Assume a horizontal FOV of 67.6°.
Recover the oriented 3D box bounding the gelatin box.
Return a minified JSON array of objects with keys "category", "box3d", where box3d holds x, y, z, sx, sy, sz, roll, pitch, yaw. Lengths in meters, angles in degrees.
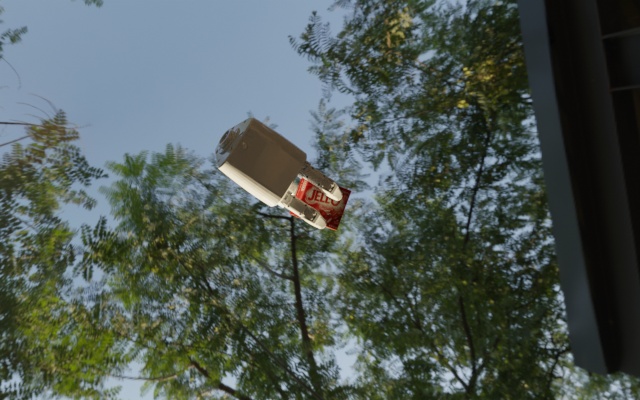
[{"category":"gelatin box","box3d":[0.000,0.003,0.803,0.089,0.073,0.030,21,-1,-31]}]
